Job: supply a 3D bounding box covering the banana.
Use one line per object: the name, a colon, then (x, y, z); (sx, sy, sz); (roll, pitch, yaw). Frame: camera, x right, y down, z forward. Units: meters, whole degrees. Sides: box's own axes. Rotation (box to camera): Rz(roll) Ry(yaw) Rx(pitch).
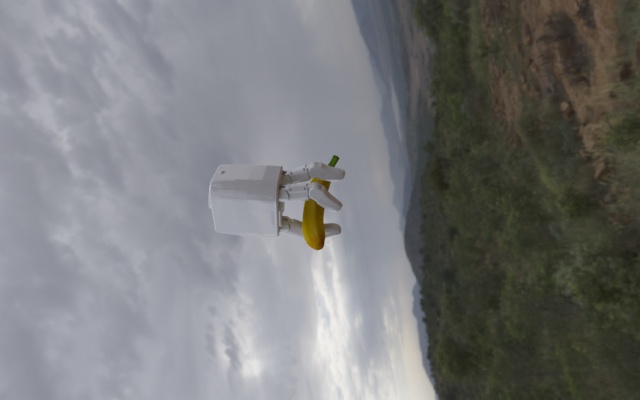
banana: (-0.006, 0.011, 0.786); (0.037, 0.197, 0.070); (18, -40, -11)
